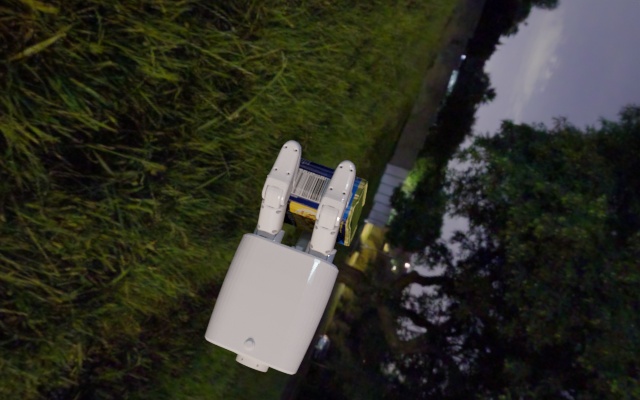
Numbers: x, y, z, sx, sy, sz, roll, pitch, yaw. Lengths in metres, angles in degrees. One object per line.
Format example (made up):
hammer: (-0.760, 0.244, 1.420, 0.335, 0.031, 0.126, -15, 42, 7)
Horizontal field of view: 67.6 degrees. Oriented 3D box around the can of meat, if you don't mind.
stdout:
can of meat: (0.000, 0.002, 0.499, 0.084, 0.057, 0.102, 20, -19, 9)
